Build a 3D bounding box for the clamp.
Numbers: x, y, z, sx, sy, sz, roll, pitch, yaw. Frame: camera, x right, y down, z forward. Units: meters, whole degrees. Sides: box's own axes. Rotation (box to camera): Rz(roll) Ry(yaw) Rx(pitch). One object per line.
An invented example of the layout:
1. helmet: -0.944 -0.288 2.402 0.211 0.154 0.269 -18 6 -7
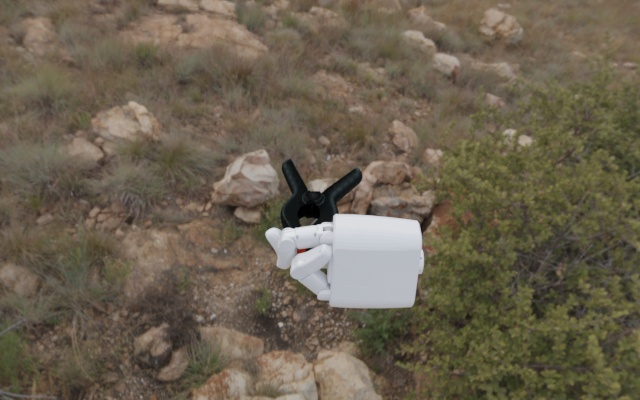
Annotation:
1. clamp: 0.000 0.002 0.665 0.120 0.171 0.039 -2 -44 4
